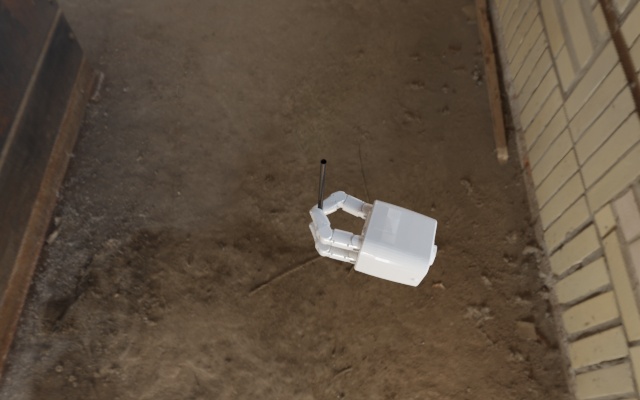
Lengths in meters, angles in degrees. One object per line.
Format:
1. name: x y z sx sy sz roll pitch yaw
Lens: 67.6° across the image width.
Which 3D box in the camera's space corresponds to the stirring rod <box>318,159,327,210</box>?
1. stirring rod: 0.000 0.002 0.731 0.011 0.011 0.240 0 -26 -2
